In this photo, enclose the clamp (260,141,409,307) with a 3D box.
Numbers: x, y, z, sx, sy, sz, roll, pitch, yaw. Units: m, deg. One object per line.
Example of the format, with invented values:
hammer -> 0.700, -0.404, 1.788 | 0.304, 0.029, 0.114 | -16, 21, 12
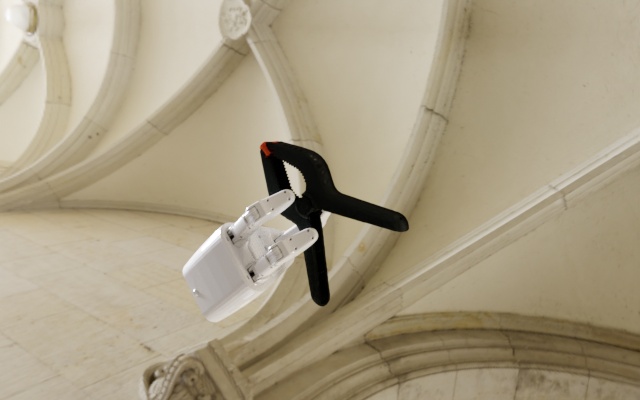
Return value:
clamp -> 0.000, 0.001, 0.572 | 0.165, 0.210, 0.036 | -40, -17, 33
